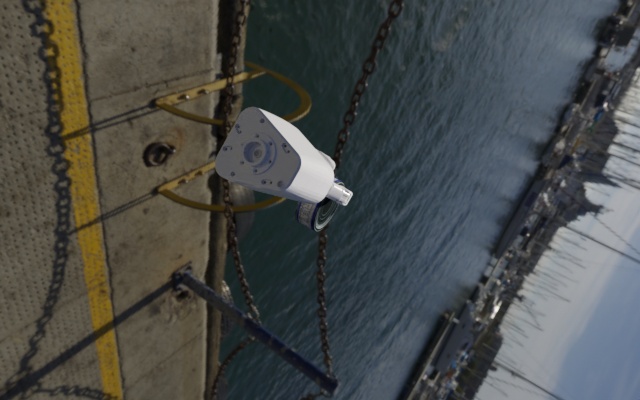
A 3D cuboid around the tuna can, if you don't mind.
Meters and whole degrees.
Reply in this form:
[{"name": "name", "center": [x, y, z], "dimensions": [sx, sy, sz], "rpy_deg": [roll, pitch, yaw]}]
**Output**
[{"name": "tuna can", "center": [0.001, 0.003, 0.713], "dimensions": [0.033, 0.086, 0.086], "rpy_deg": [29, 10, 18]}]
